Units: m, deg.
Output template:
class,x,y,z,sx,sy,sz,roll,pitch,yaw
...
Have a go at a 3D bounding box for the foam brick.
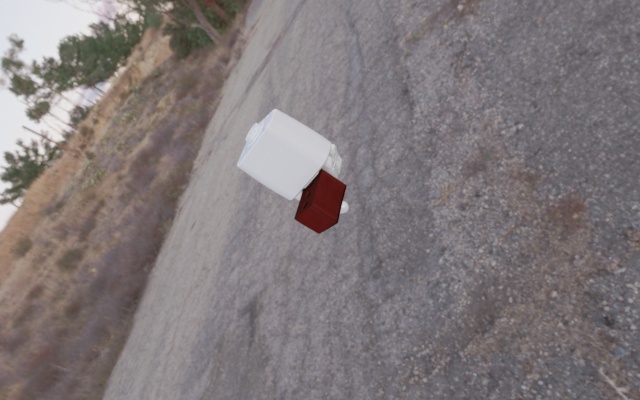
class,x,y,z,sx,sy,sz,roll,pitch,yaw
foam brick,0.000,0.003,0.751,0.051,0.078,0.053,32,-41,-21
